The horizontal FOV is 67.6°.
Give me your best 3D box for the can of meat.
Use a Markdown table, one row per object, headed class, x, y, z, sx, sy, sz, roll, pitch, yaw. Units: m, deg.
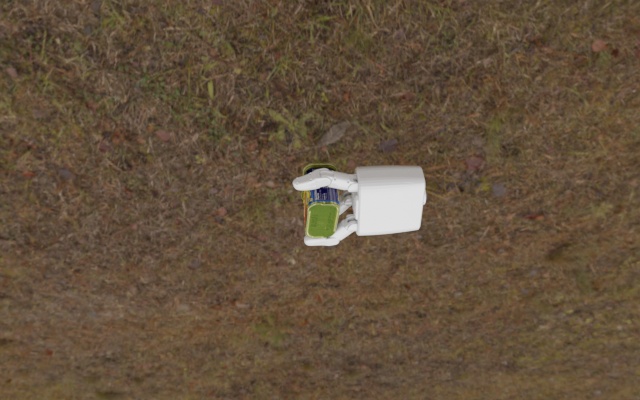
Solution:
| class | x | y | z | sx | sy | sz | roll | pitch | yaw |
| --- | --- | --- | --- | --- | --- | --- | --- | --- | --- |
| can of meat | 0.000 | 0.003 | 0.793 | 0.057 | 0.084 | 0.102 | -1 | -38 | -6 |
